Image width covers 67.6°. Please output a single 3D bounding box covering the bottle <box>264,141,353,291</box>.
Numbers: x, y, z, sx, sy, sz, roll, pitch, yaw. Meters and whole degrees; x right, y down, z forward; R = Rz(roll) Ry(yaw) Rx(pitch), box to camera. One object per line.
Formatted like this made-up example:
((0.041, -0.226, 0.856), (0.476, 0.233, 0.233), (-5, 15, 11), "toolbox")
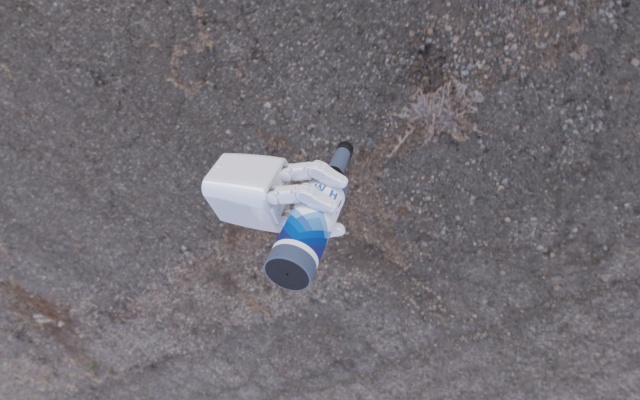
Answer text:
((0.000, 0.003, 0.729), (0.069, 0.069, 0.295), (0, 40, 23), "bottle")
